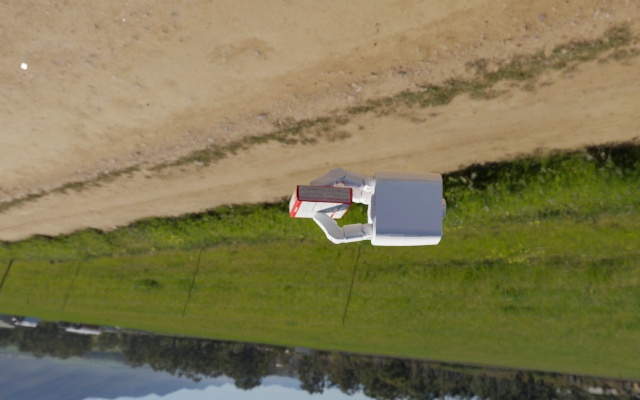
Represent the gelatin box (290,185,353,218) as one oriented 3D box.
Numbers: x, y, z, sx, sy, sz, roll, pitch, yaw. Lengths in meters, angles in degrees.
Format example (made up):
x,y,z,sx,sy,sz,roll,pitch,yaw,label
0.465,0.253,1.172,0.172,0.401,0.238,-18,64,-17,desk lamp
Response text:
x,y,z,sx,sy,sz,roll,pitch,yaw,label
0.000,0.003,0.757,0.089,0.030,0.073,2,-21,-12,gelatin box
